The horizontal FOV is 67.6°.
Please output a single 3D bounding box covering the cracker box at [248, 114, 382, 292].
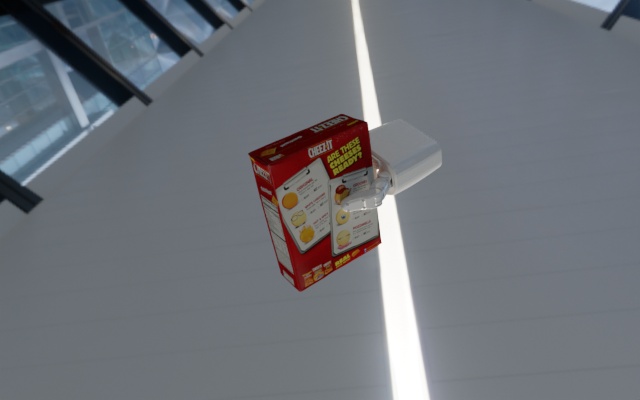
[{"bbox_3d":[0.000,0.003,0.704,0.164,0.214,0.072,-27,33,-25],"label":"cracker box"}]
